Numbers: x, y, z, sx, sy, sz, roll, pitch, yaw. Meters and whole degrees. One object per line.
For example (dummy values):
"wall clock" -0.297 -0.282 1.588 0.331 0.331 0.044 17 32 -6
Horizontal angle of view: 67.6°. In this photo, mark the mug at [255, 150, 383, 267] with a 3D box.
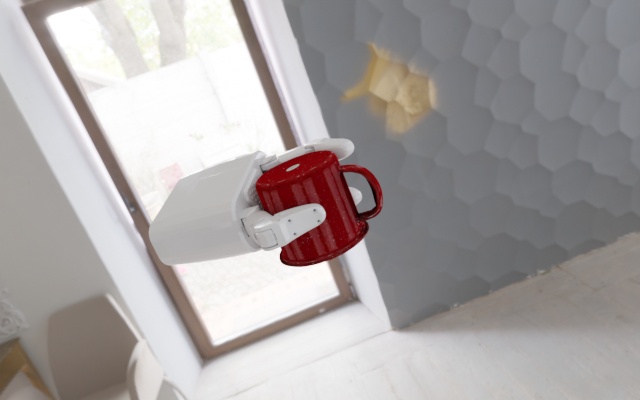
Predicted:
"mug" 0.001 0.001 0.448 0.117 0.081 0.093 -14 19 22
